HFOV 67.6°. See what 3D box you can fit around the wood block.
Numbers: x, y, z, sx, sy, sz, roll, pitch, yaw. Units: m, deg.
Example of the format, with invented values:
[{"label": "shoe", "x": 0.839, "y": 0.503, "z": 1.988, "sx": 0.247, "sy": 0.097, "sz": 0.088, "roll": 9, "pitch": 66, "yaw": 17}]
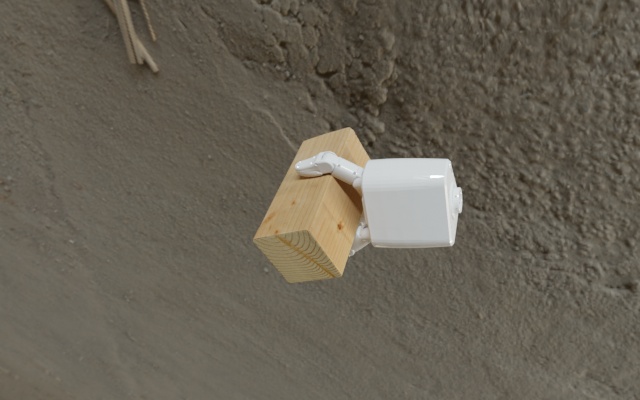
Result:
[{"label": "wood block", "x": 0.000, "y": 0.002, "z": 0.668, "sx": 0.090, "sy": 0.091, "sz": 0.206, "roll": -12, "pitch": 38, "yaw": 32}]
